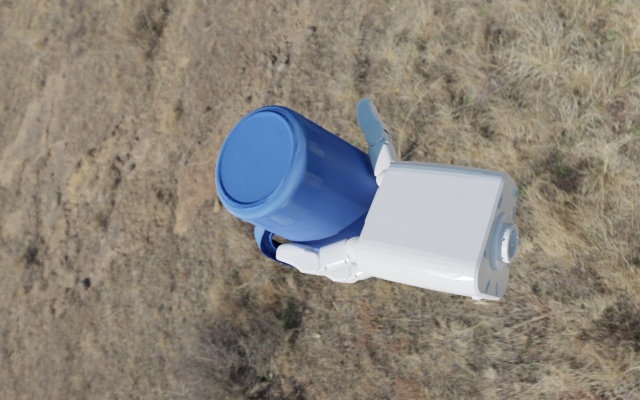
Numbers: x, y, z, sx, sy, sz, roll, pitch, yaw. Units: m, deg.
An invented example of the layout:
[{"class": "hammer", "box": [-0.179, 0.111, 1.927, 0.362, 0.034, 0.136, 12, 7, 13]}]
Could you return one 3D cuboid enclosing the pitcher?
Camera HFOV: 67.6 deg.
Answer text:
[{"class": "pitcher", "box": [0.000, 0.002, 0.515, 0.145, 0.149, 0.243, 8, -11, 36]}]
